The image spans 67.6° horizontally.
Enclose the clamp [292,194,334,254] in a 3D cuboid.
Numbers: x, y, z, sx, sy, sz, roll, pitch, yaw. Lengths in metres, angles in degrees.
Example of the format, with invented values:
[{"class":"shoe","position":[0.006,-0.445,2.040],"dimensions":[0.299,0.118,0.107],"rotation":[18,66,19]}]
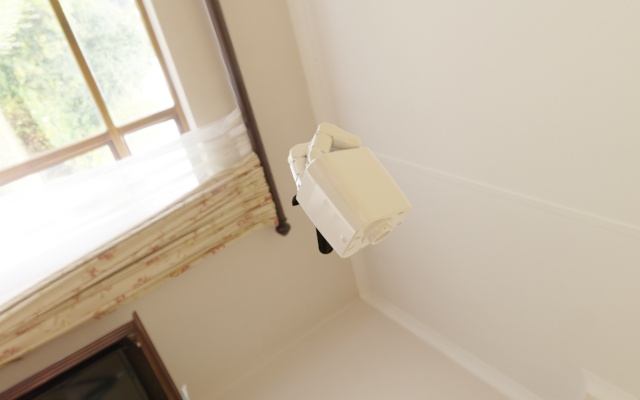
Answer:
[{"class":"clamp","position":[0.001,0.002,0.721],"dimensions":[0.039,0.120,0.172],"rotation":[-24,-24,-24]}]
